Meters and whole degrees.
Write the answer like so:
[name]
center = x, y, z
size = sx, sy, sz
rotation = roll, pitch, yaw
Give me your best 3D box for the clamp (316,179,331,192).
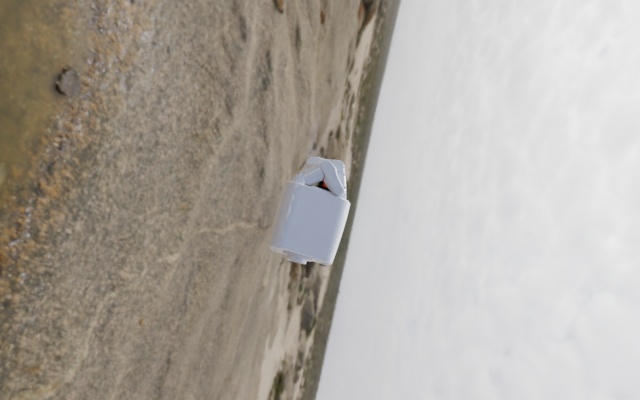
[clamp]
center = 0.001, 0.003, 0.873
size = 0.039, 0.120, 0.171
rotation = 17, -12, 3
